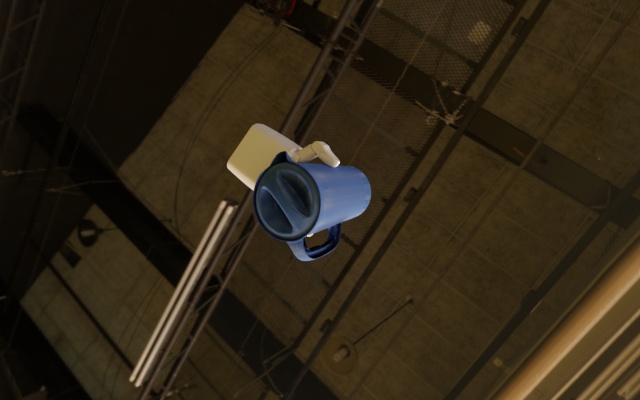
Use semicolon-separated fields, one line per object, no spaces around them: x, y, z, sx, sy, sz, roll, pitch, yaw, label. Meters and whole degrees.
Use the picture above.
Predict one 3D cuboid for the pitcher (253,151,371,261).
0.000;0.003;0.876;0.145;0.149;0.243;36;21;22;pitcher
